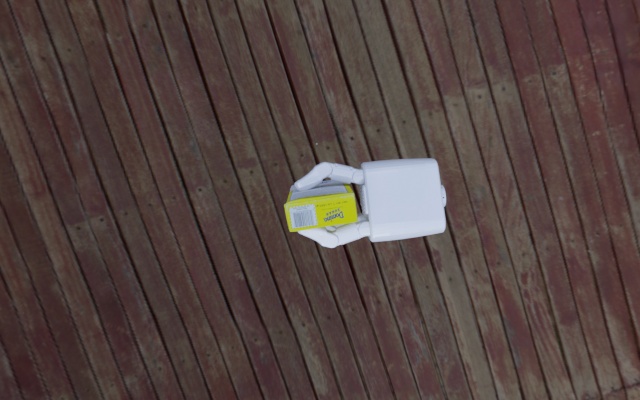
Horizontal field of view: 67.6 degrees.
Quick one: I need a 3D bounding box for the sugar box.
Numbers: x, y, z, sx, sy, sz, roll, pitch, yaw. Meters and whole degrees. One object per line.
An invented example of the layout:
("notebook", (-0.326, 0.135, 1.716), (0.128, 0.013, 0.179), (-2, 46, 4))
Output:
("sugar box", (0.000, 0.003, 0.701), (0.093, 0.048, 0.176), (-8, 7, 1))
